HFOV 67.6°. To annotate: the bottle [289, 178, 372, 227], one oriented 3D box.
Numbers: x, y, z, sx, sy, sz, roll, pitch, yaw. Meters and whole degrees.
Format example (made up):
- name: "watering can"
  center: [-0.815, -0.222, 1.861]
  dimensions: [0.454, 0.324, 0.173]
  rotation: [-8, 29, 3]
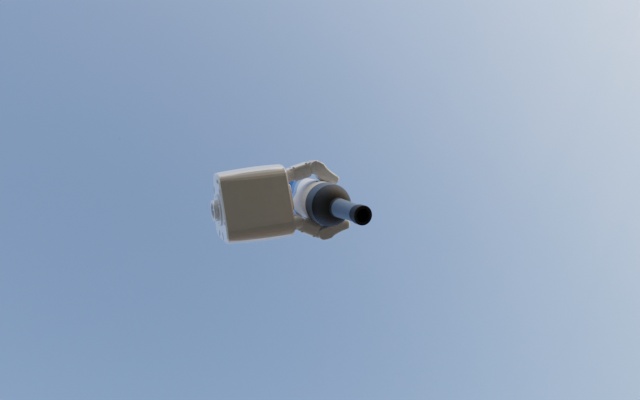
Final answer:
- name: "bottle"
  center: [0.000, 0.002, 0.765]
  dimensions: [0.069, 0.069, 0.295]
  rotation: [0, 7, -23]
